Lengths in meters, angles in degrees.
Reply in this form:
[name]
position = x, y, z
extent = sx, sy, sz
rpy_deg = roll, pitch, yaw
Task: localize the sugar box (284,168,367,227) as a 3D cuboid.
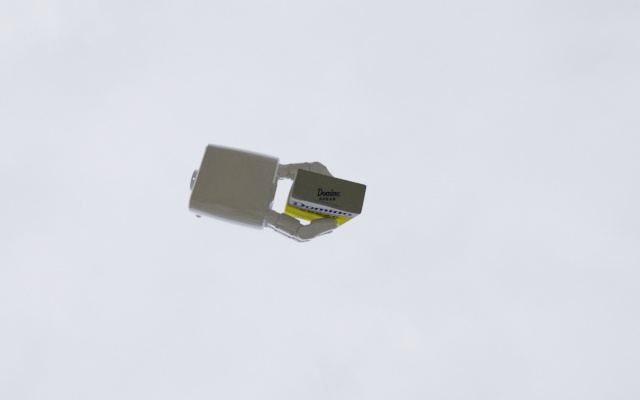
[sugar box]
position = 0.000, 0.003, 0.678
extent = 0.093, 0.048, 0.176
rpy_deg = 14, -8, -5
